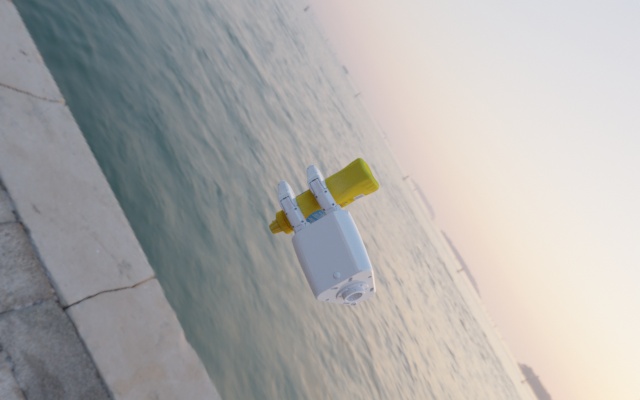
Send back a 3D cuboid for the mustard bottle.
[{"bbox_3d":[0.000,0.002,0.782,0.191,0.058,0.096,-30,-10,10],"label":"mustard bottle"}]
